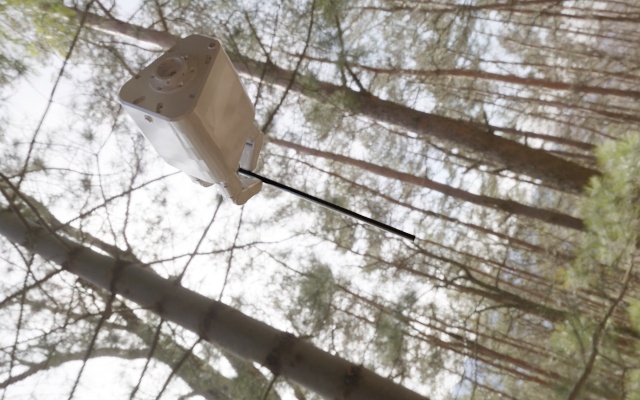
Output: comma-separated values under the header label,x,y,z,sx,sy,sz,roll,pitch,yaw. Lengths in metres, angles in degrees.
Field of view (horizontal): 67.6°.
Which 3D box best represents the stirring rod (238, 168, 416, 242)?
label,x,y,z,sx,sy,sz,roll,pitch,yaw
stirring rod,0.000,0.002,0.573,0.239,0.011,0.011,21,8,22
